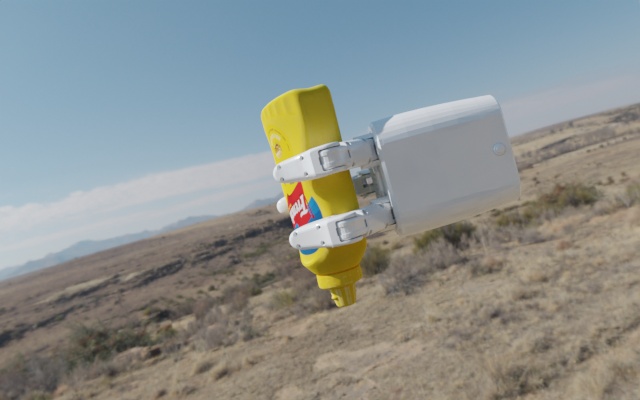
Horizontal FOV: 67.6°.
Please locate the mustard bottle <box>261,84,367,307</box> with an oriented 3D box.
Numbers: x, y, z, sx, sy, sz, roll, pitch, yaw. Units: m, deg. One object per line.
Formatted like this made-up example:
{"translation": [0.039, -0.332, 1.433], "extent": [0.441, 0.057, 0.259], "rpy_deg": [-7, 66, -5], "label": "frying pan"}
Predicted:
{"translation": [0.000, 0.001, 0.431], "extent": [0.058, 0.191, 0.096], "rpy_deg": [-16, 2, -23], "label": "mustard bottle"}
